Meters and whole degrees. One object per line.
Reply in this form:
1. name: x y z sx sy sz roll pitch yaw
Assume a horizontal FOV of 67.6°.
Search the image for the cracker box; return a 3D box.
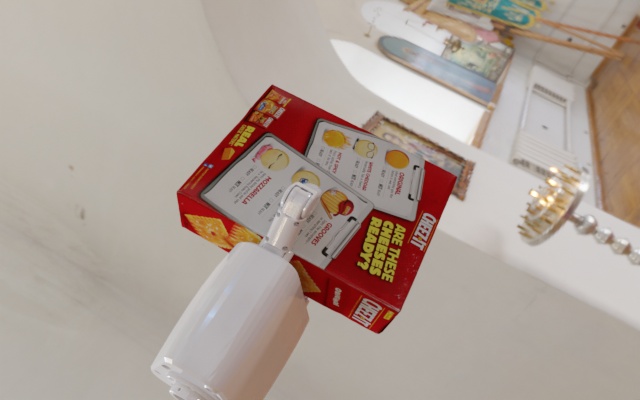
1. cracker box: 0.000 0.001 0.461 0.213 0.164 0.072 28 -34 7
